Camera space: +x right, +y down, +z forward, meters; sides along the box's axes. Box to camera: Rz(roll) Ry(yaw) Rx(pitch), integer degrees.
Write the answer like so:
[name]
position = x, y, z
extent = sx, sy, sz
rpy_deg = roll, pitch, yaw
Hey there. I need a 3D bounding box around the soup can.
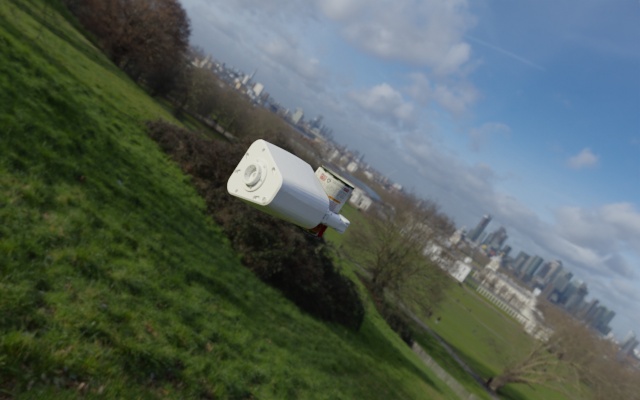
[soup can]
position = 0.001, 0.003, 0.778
extent = 0.068, 0.102, 0.068
rpy_deg = 34, 6, -4
